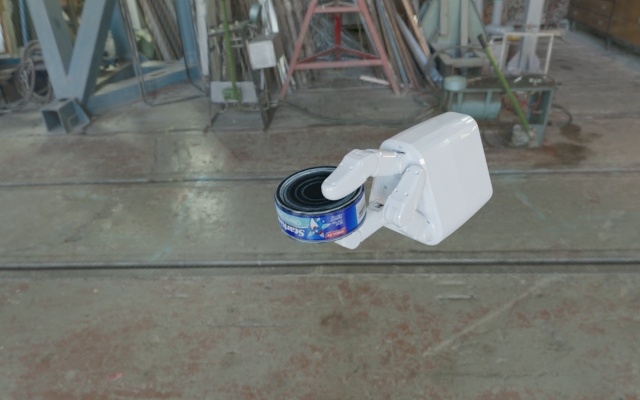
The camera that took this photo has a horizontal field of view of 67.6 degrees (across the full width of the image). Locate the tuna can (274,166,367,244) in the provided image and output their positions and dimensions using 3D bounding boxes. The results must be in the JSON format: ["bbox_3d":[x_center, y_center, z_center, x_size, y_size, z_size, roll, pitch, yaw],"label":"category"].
[{"bbox_3d":[0.000,0.001,0.453,0.086,0.034,0.086,-6,34,4],"label":"tuna can"}]
